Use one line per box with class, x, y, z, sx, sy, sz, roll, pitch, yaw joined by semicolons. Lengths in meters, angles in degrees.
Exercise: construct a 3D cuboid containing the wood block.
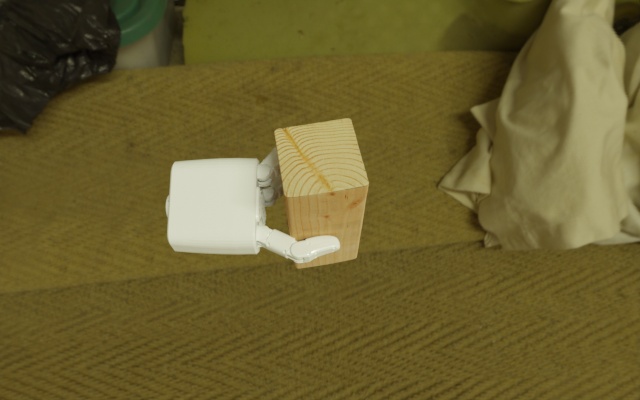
wood block;0.000;0.002;0.599;0.090;0.090;0.206;-9;-28;-4
